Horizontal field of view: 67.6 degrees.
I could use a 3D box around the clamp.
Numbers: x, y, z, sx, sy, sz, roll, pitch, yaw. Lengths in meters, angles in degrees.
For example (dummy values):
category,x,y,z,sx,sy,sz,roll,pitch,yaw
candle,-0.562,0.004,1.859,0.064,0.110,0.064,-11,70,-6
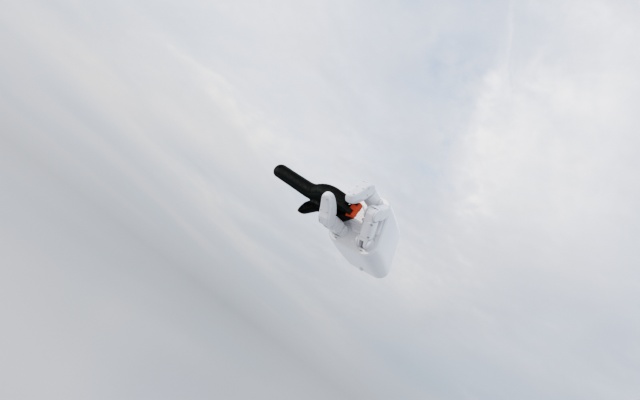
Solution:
category,x,y,z,sx,sy,sz,roll,pitch,yaw
clamp,0.001,0.002,0.827,0.171,0.039,0.120,26,-19,33
